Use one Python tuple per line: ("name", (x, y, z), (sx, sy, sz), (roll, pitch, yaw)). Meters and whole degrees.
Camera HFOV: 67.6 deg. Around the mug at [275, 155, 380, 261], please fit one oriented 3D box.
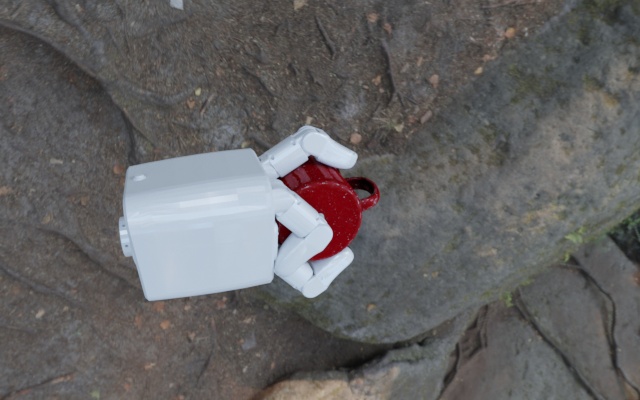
("mug", (0.002, 0.001, 0.453), (0.117, 0.093, 0.081), (-9, 27, -15))
